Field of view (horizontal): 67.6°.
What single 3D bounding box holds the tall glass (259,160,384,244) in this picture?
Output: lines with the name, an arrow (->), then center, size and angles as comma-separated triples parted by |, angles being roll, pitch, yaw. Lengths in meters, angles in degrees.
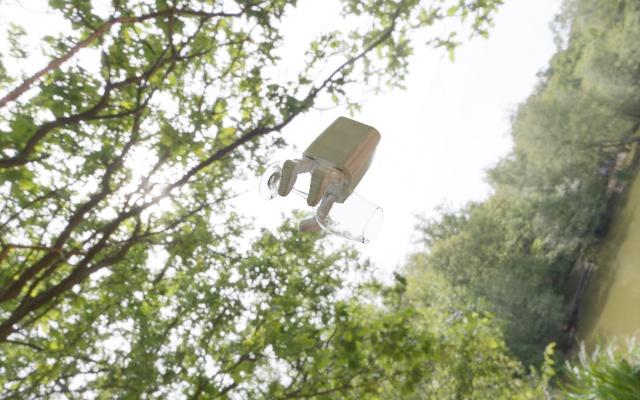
tall glass -> -0.001, 0.002, 0.770 | 0.201, 0.079, 0.079 | 25, 12, 27
